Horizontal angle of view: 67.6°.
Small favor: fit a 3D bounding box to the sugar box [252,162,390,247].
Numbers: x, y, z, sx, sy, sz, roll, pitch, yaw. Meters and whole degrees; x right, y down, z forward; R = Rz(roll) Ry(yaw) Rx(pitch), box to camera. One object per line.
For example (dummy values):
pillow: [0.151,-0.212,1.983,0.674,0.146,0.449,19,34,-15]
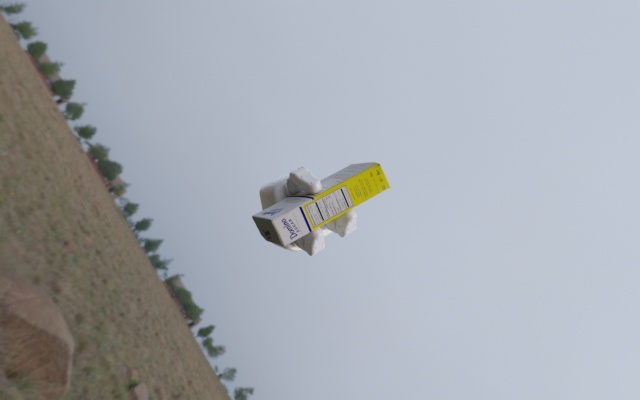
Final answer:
sugar box: [0.000,0.003,0.667,0.176,0.048,0.093,-30,13,-19]
